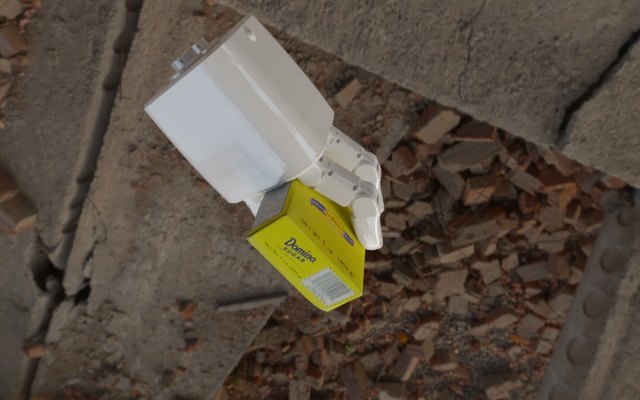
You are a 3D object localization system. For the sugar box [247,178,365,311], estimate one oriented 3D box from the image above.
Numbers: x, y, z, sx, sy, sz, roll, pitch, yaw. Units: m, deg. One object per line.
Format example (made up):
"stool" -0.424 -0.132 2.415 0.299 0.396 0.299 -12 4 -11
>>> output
"sugar box" 0.000 0.001 0.421 0.048 0.093 0.176 -30 25 27
